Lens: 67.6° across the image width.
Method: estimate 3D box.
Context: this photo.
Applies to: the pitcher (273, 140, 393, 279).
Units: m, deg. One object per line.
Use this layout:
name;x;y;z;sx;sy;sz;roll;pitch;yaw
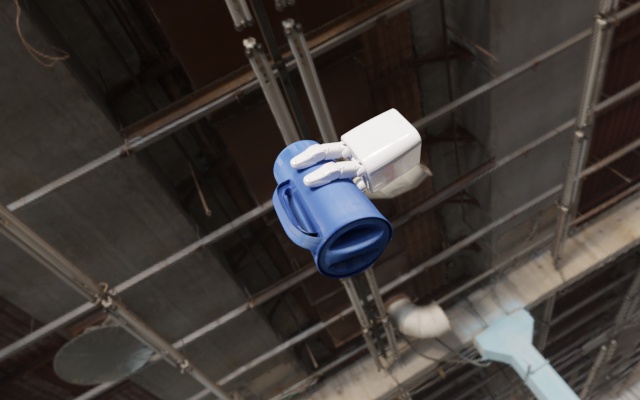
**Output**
pitcher;0.000;0.003;0.810;0.145;0.242;0.149;-31;-42;-3
